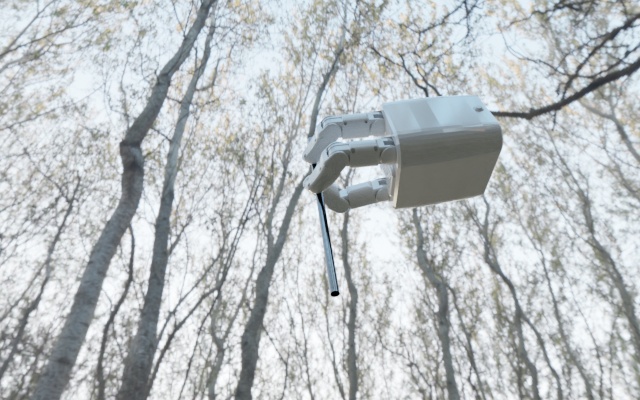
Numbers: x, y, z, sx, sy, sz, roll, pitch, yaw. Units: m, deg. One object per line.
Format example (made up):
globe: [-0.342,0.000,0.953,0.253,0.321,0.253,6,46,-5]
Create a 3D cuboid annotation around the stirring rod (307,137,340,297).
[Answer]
stirring rod: [0.000,0.002,0.483,0.011,0.011,0.239,0,38,-7]
